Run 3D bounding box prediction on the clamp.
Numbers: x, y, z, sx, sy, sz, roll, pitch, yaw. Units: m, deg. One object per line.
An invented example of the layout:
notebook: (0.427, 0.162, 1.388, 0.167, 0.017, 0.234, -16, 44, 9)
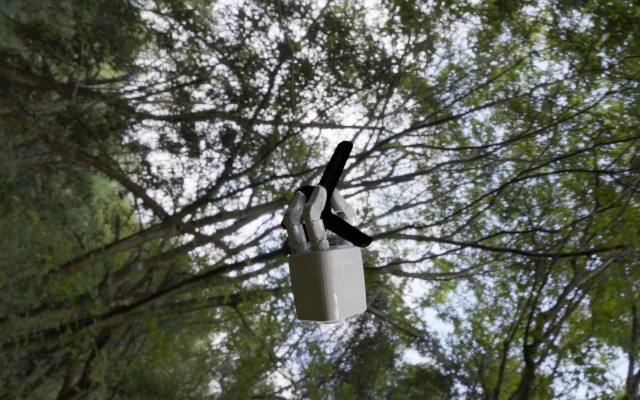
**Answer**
clamp: (0.000, 0.003, 0.774, 0.036, 0.164, 0.210, 1, -10, -37)
